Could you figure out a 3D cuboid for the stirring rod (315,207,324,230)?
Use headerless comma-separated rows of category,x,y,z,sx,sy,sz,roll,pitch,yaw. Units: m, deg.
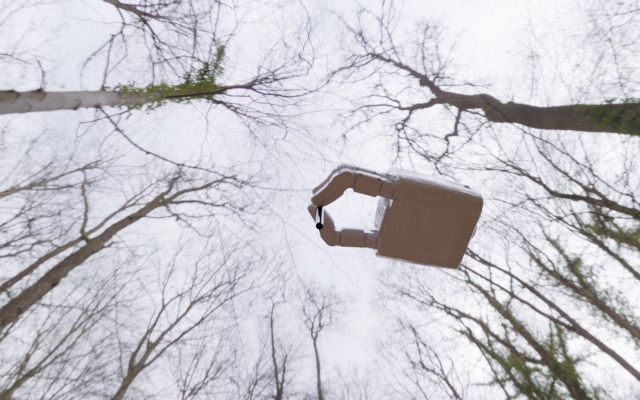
stirring rod,0.000,0.002,0.602,0.011,0.011,0.239,0,12,1
